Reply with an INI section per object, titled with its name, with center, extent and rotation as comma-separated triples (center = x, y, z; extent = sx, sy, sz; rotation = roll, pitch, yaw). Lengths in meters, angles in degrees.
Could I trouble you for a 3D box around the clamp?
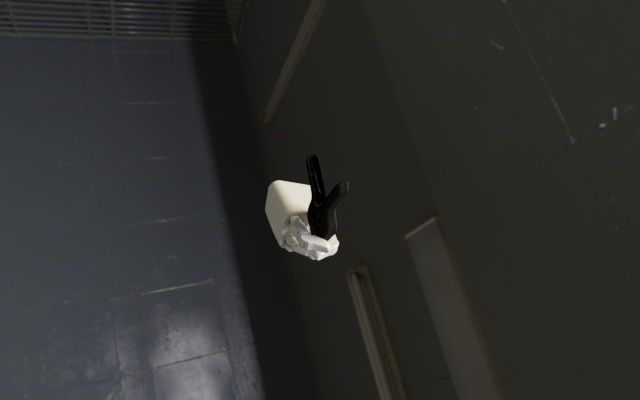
[clamp]
center = 0.001, 0.003, 0.872
extent = 0.039, 0.172, 0.120
rotation = -7, 43, -25
